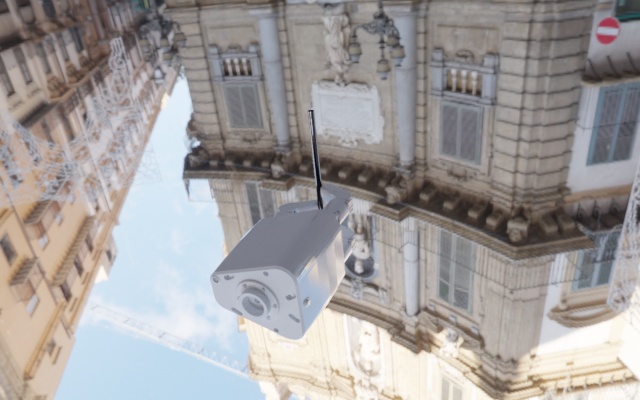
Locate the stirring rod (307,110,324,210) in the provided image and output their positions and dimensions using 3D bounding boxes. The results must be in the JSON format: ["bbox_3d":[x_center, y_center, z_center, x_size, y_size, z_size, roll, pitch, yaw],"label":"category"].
[{"bbox_3d":[0.000,0.002,0.609,0.011,0.240,0.011,-5,28,3],"label":"stirring rod"}]
